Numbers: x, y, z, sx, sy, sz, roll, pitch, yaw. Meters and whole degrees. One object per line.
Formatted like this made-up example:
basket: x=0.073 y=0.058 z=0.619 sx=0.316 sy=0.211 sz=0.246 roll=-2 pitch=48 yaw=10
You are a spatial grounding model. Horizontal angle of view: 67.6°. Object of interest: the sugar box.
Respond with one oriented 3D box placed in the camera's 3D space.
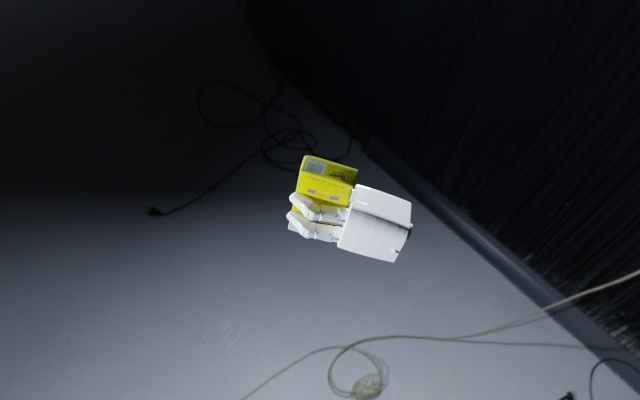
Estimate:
sugar box: x=0.000 y=0.003 z=0.841 sx=0.093 sy=0.048 sz=0.176 roll=17 pitch=-40 yaw=2
